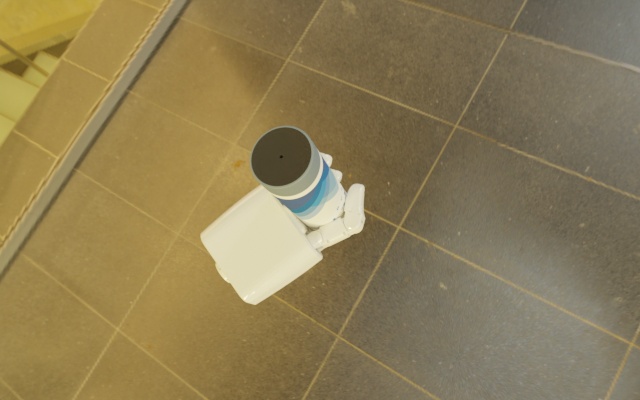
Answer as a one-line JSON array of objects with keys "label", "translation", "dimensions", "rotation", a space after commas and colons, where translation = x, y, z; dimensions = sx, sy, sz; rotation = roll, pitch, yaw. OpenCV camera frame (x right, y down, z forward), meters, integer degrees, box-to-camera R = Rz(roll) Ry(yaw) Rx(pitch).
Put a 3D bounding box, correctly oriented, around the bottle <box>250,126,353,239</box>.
[{"label": "bottle", "translation": [0.000, 0.002, 0.596], "dimensions": [0.069, 0.069, 0.296], "rotation": [0, -18, 16]}]
